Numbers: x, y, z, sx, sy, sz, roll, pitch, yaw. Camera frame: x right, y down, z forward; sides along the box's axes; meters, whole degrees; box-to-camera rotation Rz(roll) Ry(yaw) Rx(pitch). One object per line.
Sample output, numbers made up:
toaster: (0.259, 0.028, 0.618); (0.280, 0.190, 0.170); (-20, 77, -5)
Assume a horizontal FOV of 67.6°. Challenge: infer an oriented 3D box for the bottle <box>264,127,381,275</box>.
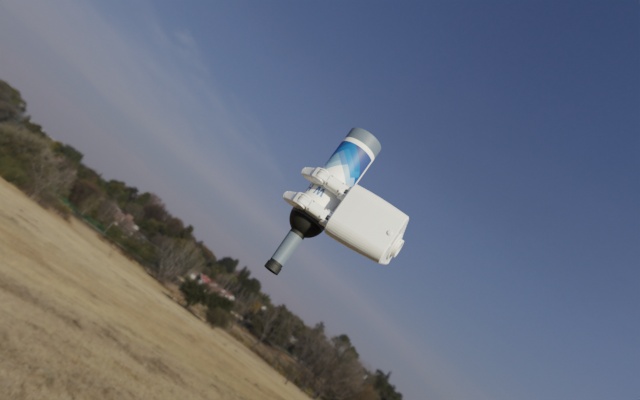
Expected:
bottle: (0.000, 0.002, 0.835); (0.069, 0.295, 0.069); (33, -16, 11)
